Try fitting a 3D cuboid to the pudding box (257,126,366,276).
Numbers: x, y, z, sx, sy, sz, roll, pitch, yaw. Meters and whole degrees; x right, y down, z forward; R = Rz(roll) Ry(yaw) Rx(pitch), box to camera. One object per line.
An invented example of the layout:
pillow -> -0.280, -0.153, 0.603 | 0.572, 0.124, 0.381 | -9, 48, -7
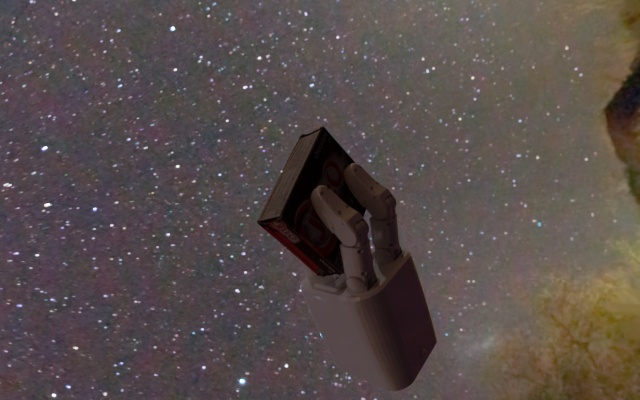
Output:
pudding box -> 0.000, 0.002, 0.455 | 0.039, 0.113, 0.090 | -13, -47, 40
